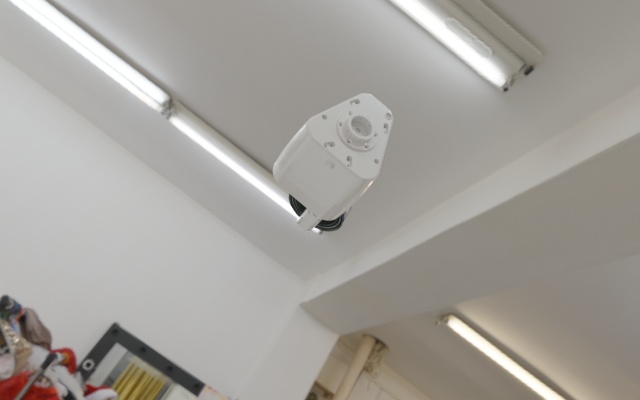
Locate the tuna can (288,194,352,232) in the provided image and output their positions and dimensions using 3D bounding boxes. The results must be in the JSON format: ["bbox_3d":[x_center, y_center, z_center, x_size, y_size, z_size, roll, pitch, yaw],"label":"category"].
[{"bbox_3d":[0.000,0.002,0.672,0.086,0.086,0.033,0,42,39],"label":"tuna can"}]
